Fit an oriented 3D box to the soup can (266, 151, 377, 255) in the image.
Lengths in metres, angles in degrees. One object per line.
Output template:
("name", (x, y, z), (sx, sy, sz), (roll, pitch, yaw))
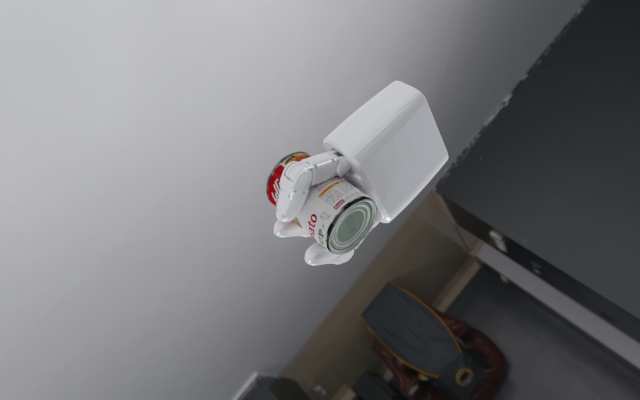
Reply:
("soup can", (0.000, 0.002, 0.495), (0.068, 0.068, 0.102), (0, 30, -48))
